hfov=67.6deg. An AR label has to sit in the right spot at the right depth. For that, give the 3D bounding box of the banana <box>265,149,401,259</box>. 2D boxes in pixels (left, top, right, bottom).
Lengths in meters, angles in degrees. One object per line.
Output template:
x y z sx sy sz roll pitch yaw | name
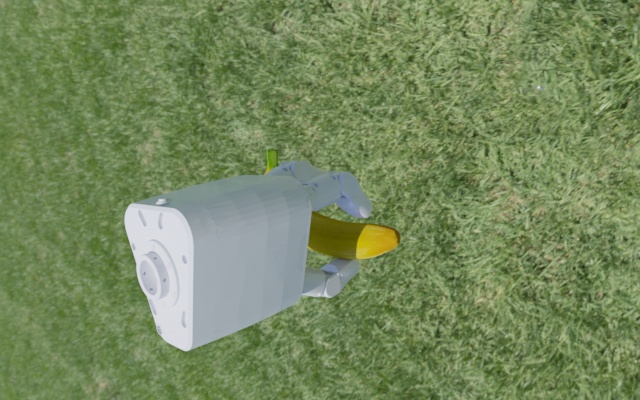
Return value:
-0.007 0.016 0.490 0.037 0.070 0.197 -11 36 -45 | banana
